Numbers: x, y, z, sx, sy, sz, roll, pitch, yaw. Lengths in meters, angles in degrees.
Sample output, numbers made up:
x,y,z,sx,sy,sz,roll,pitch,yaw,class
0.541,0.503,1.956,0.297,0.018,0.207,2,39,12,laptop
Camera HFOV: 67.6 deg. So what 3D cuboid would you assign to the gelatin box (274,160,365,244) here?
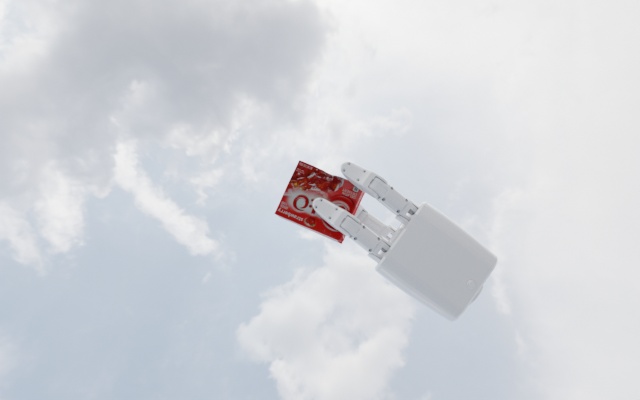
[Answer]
x,y,z,sx,sy,sz,roll,pitch,yaw,class
0.000,0.002,0.580,0.089,0.073,0.030,23,-7,11,gelatin box
